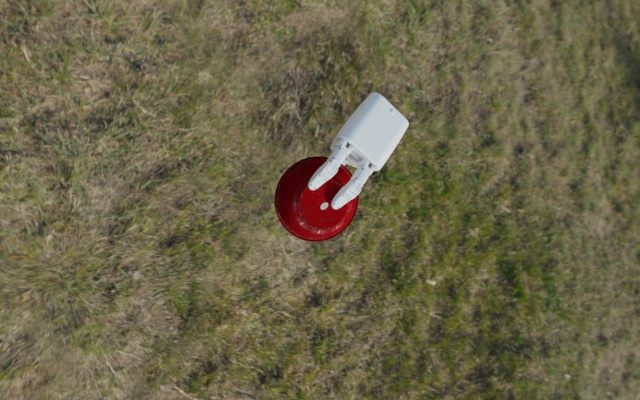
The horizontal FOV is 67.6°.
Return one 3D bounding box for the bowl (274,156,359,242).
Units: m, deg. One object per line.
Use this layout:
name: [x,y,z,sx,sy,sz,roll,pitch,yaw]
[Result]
bowl: [0.000,0.004,0.863,0.162,0.162,0.055,0,10,-14]
